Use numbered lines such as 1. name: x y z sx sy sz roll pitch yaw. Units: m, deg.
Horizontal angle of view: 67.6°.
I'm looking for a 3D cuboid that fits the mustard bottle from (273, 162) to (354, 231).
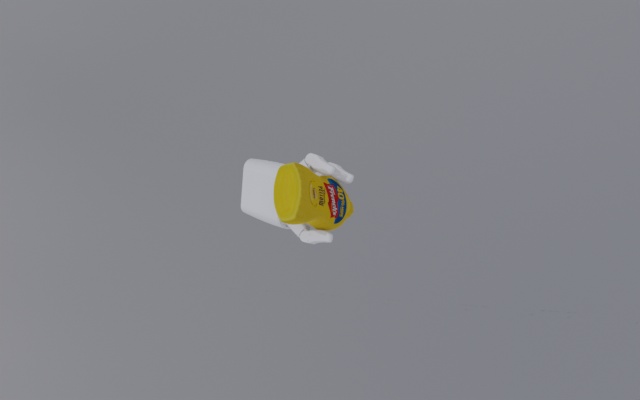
1. mustard bottle: 0.000 0.003 0.821 0.058 0.096 0.192 -13 -17 33
